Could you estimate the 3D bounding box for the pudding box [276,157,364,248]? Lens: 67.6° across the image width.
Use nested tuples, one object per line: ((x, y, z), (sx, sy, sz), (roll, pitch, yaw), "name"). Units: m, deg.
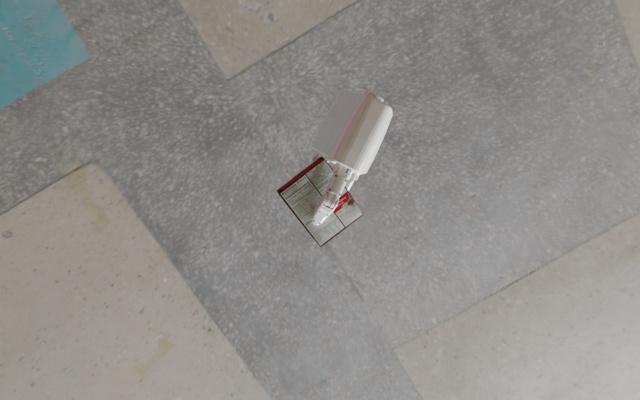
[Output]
((0.000, 0.002, 0.741), (0.090, 0.113, 0.039), (-37, 12, 0), "pudding box")
